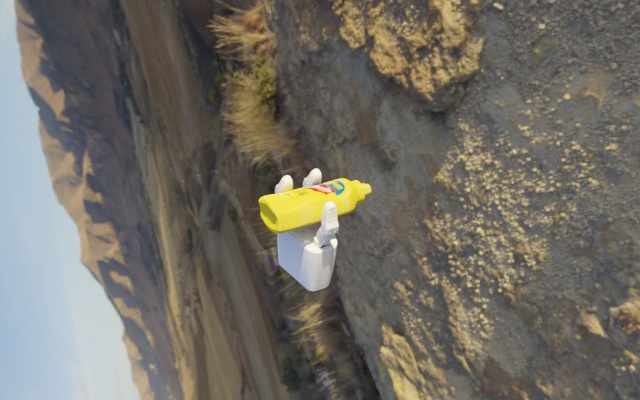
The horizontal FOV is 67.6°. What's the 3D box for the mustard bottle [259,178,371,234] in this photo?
[{"bbox_3d":[0.000,0.002,0.806,0.191,0.058,0.096,-14,18,-23],"label":"mustard bottle"}]
